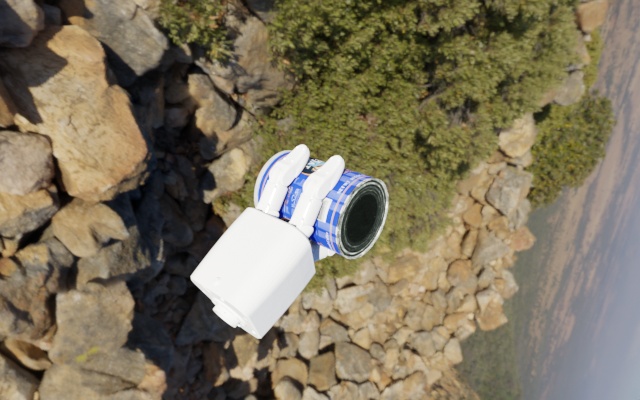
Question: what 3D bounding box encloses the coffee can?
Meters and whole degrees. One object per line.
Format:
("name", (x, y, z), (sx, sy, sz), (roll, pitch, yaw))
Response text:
("coffee can", (0.000, 0.002, 0.608), (0.140, 0.103, 0.103), (21, 13, 36))
